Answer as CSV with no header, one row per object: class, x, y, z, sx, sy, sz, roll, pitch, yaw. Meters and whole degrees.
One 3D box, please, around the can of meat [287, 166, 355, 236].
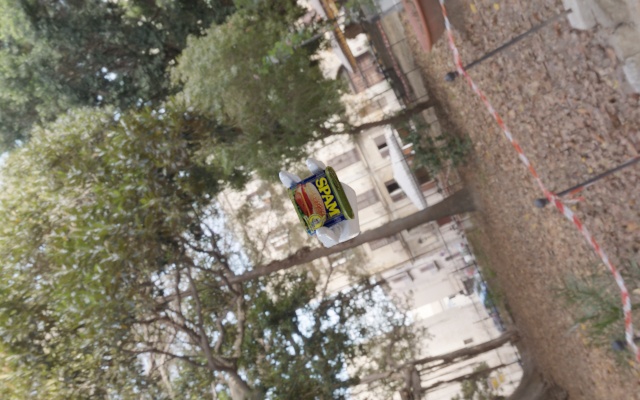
can of meat,0.000,0.003,0.842,0.084,0.102,0.057,-25,-5,15
